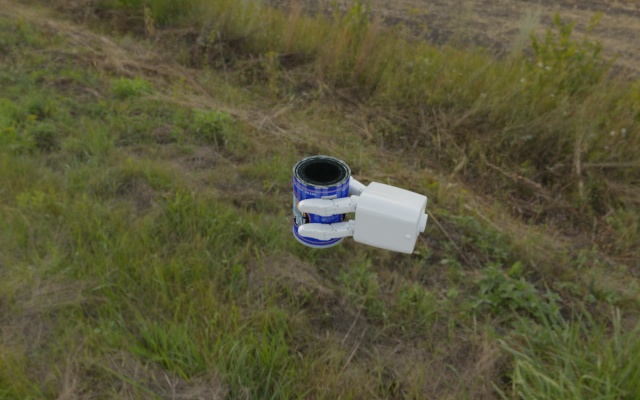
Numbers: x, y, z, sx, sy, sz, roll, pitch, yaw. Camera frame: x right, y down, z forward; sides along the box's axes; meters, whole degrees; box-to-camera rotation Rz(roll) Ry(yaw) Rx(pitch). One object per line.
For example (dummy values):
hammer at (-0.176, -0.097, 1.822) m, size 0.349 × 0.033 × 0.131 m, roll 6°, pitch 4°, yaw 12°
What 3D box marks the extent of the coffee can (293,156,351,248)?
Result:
coffee can at (0.000, 0.003, 0.884) m, size 0.103 × 0.140 × 0.102 m, roll 1°, pitch 37°, yaw -1°
